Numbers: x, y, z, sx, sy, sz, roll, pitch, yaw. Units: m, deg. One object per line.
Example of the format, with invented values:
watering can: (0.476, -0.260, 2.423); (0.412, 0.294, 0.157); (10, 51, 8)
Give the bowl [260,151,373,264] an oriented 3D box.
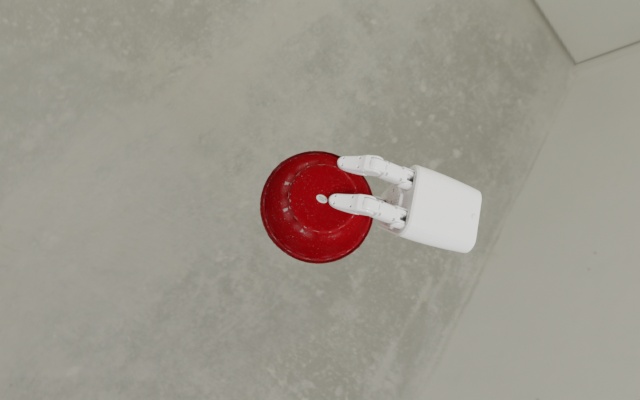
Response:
bowl: (-0.001, 0.002, 0.643); (0.162, 0.162, 0.055); (0, -12, -8)
